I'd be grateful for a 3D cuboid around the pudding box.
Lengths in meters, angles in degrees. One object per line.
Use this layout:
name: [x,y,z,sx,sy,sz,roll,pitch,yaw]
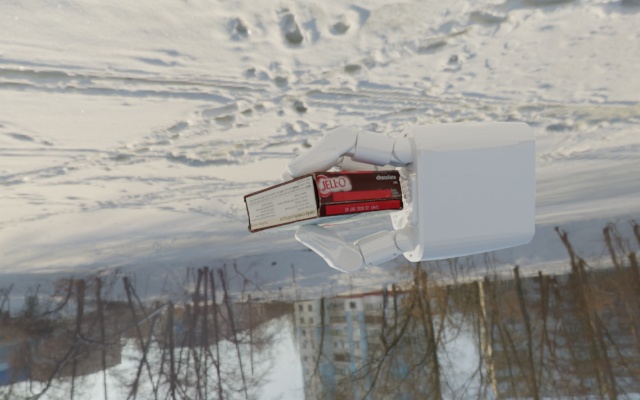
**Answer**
pudding box: [0.000,0.002,0.409,0.090,0.039,0.113,-3,-9,-37]
